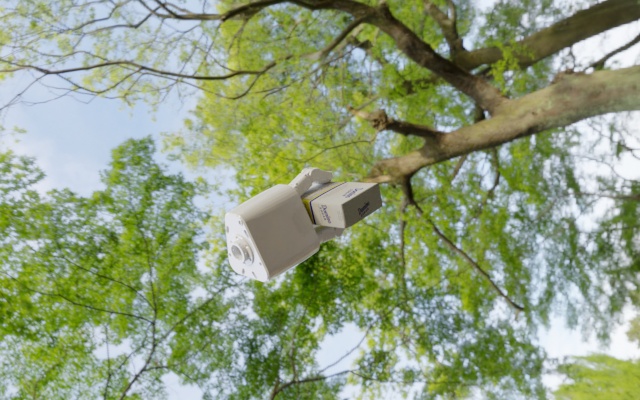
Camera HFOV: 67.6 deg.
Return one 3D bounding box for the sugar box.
[{"bbox_3d":[0.000,0.003,0.759,0.176,0.048,0.093,8,27,43],"label":"sugar box"}]
